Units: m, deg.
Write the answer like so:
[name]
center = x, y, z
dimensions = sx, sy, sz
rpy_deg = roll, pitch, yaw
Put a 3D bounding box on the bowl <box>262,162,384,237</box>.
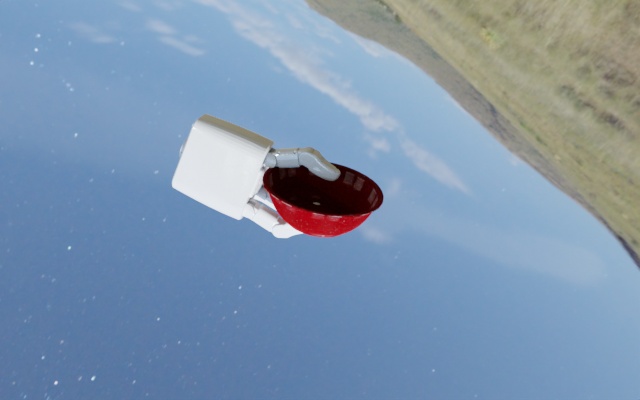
[bowl]
center = 0.001, 0.003, 0.639
dimensions = 0.162, 0.055, 0.162
rpy_deg = 8, 27, -4
